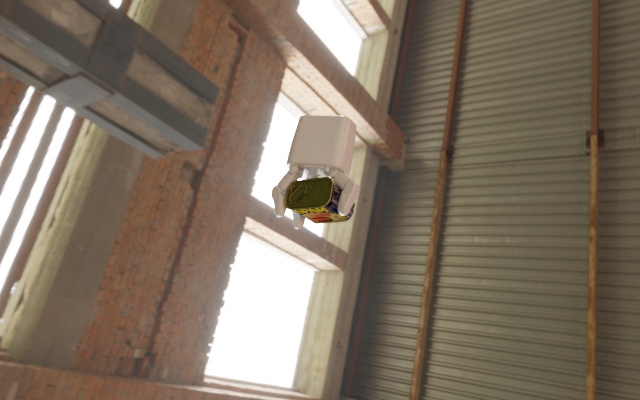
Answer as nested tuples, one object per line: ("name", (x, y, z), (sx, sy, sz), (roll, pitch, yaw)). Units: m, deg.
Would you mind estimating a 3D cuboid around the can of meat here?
("can of meat", (0.000, 0.003, 0.862), (0.102, 0.057, 0.084), (-5, -25, 35))
